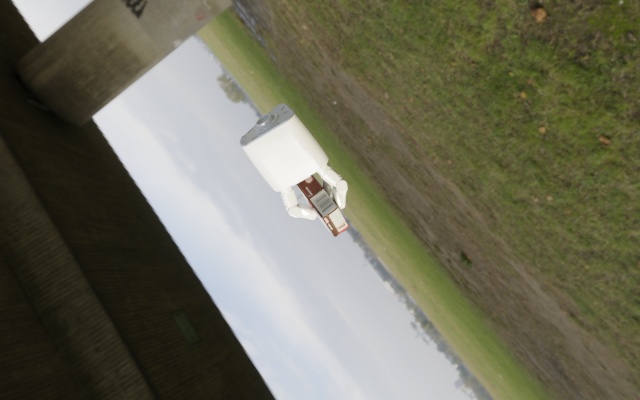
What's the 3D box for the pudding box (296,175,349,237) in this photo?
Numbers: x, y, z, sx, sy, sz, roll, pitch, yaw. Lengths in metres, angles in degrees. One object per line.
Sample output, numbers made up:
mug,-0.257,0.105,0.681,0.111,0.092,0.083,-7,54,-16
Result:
pudding box,0.000,0.003,0.882,0.039,0.113,0.090,-35,-32,-1
